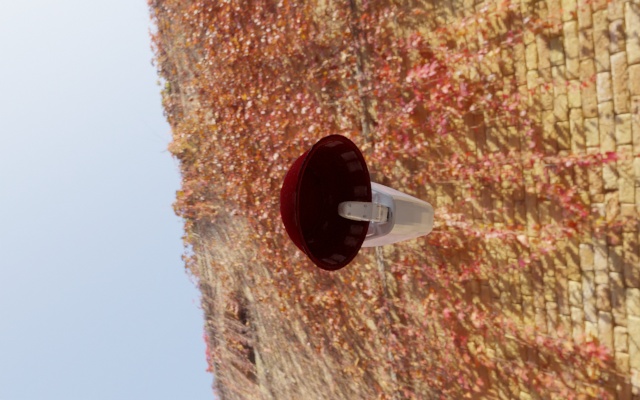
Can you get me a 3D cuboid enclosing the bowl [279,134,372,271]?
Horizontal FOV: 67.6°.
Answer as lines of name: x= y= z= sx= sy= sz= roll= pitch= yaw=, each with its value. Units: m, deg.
bowl: x=-0.001 y=0.001 z=0.579 sx=0.055 sy=0.162 sz=0.162 roll=3 pitch=2 yaw=35
